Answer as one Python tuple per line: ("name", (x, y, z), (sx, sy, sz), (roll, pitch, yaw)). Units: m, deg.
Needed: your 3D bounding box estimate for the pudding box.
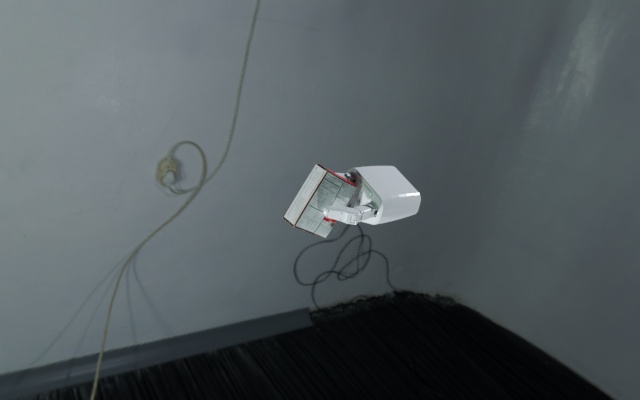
("pudding box", (0.000, 0.003, 0.822), (0.090, 0.113, 0.039), (26, 6, -46))
